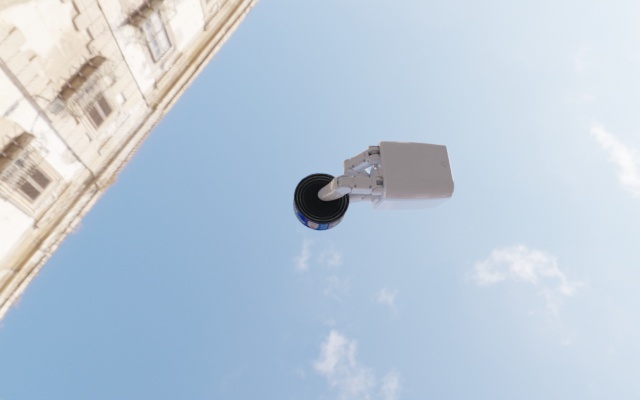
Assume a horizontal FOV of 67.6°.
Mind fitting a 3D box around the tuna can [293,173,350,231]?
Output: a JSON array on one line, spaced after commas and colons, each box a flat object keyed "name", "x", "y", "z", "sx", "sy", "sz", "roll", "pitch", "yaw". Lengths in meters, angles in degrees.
[{"name": "tuna can", "x": 0.000, "y": 0.003, "z": 0.740, "sx": 0.086, "sy": 0.086, "sz": 0.034, "roll": 0, "pitch": -26, "yaw": -8}]
